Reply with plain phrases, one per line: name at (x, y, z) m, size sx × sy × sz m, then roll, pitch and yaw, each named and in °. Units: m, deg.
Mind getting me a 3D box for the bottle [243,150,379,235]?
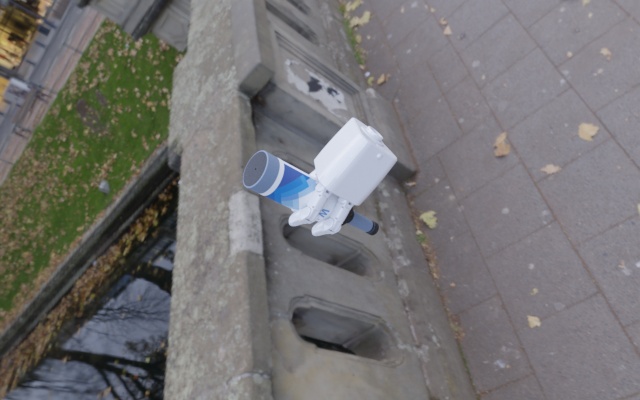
bottle at (0.000, 0.003, 0.855) m, size 0.296 × 0.069 × 0.069 m, roll 27°, pitch -17°, yaw -37°
